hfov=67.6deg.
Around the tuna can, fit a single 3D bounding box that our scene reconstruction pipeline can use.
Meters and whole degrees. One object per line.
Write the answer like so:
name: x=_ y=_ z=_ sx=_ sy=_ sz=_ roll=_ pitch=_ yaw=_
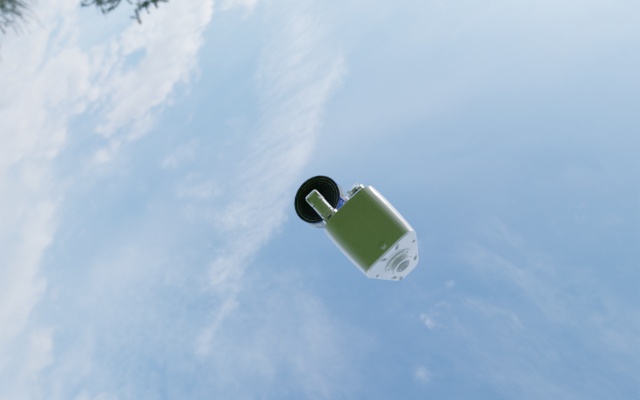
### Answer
tuna can: x=0.000 y=0.003 z=0.813 sx=0.086 sy=0.086 sz=0.034 roll=0 pitch=-20 yaw=28
